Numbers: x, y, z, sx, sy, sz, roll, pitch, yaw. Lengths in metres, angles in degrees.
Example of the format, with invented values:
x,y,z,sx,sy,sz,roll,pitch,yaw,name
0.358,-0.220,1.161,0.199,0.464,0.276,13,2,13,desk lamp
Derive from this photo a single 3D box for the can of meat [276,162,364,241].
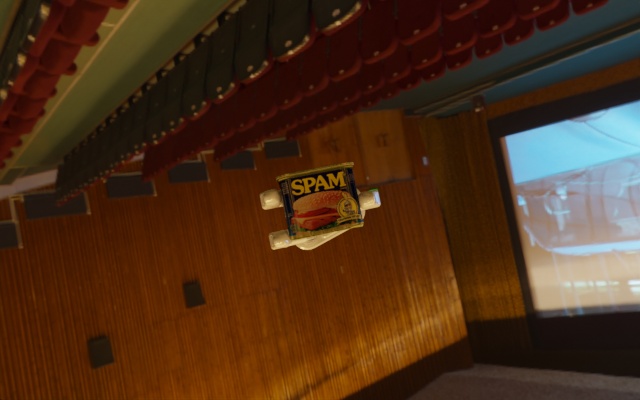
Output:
x,y,z,sx,sy,sz,roll,pitch,yaw,name
0.000,0.002,0.619,0.102,0.084,0.057,-11,-3,-6,can of meat
